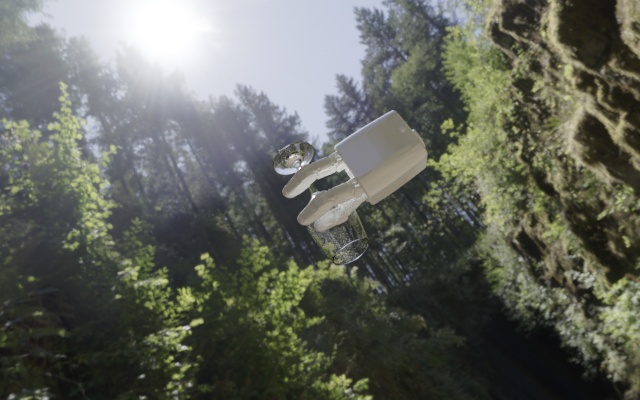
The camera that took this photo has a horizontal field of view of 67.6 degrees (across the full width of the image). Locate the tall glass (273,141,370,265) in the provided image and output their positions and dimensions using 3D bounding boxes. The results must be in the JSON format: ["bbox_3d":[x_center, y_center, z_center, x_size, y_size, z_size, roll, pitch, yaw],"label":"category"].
[{"bbox_3d":[0.000,0.002,0.740,0.079,0.201,0.079,-22,-32,-15],"label":"tall glass"}]
